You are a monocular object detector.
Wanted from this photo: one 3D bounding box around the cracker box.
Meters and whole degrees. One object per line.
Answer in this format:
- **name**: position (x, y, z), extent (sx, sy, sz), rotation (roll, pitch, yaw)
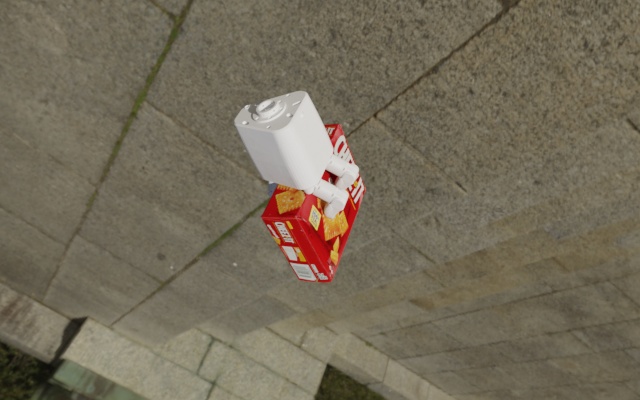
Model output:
- **cracker box**: position (0.000, 0.003, 0.791), extent (0.072, 0.213, 0.164), rotation (1, -43, 27)
